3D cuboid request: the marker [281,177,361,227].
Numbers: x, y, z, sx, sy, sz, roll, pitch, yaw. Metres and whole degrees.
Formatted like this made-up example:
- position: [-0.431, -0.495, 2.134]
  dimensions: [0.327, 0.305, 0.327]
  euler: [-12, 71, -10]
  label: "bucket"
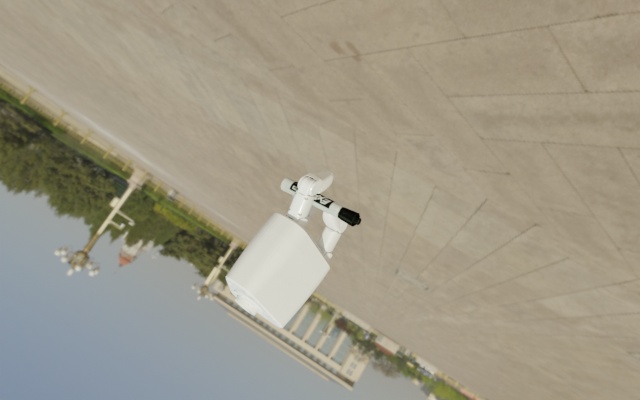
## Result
- position: [0.000, 0.002, 0.615]
  dimensions: [0.121, 0.020, 0.020]
  euler: [27, 13, 26]
  label: "marker"
